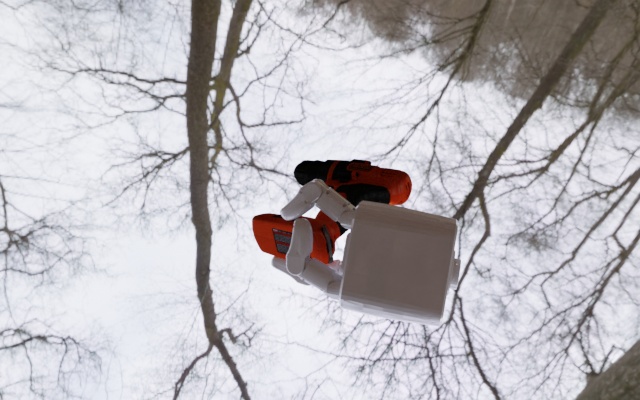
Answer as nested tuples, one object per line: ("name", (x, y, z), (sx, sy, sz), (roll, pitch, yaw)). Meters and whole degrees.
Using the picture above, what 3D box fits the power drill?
("power drill", (0.000, 0.002, 0.615), (0.184, 0.057, 0.187), (9, 35, 36))
